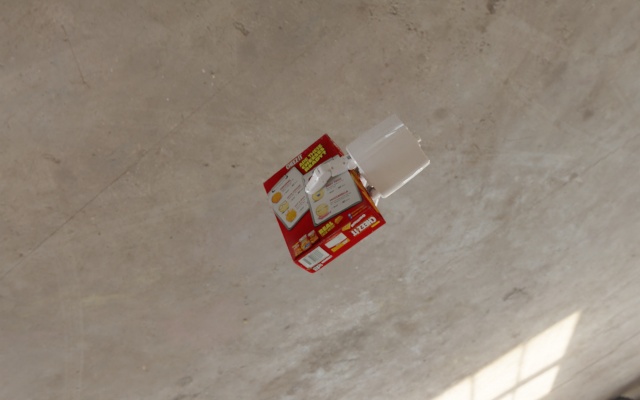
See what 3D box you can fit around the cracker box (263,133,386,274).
[{"bbox_3d":[0.000,0.003,0.878,0.164,0.213,0.072,-37,-44,11],"label":"cracker box"}]
